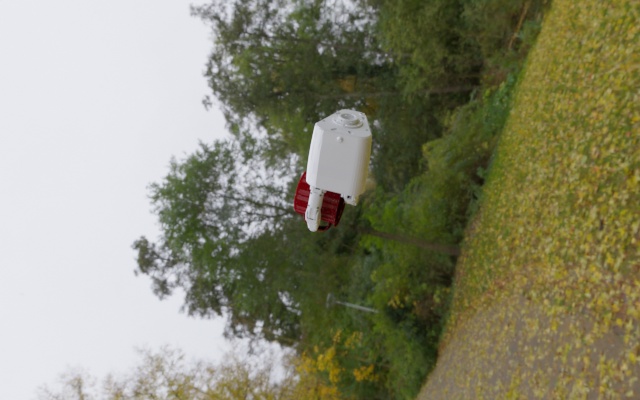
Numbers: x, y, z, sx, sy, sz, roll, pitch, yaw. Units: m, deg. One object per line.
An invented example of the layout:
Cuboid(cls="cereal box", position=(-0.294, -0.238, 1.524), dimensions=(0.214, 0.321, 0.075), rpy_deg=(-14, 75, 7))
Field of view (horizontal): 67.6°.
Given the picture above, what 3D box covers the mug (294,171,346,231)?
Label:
Cuboid(cls="mug", position=(0.000, 0.004, 0.876), dimensions=(0.081, 0.117, 0.093), rpy_deg=(16, 31, 10))
